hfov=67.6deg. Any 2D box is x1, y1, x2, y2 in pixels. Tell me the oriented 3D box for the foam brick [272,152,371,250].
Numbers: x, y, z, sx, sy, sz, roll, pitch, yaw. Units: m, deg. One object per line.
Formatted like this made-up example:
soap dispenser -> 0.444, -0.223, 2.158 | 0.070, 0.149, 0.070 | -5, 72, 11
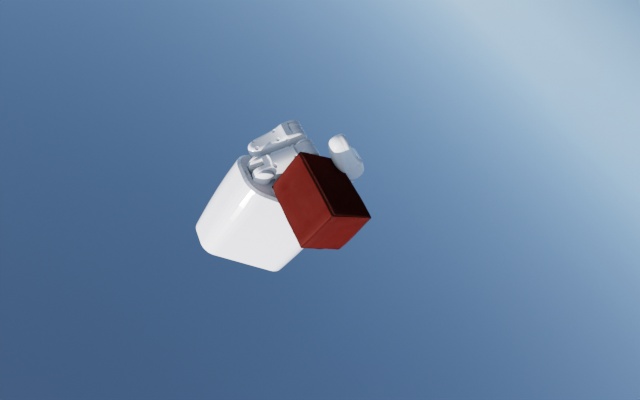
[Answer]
foam brick -> 0.000, 0.002, 0.450 | 0.053, 0.078, 0.051 | 8, -46, -44
